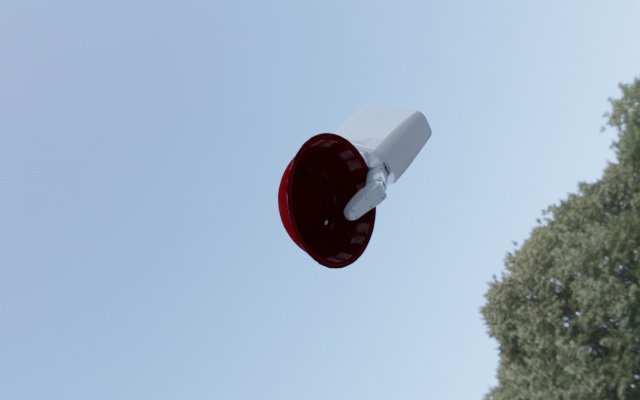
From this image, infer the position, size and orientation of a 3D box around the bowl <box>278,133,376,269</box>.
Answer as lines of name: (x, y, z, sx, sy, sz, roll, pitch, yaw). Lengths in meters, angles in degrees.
bowl: (-0.001, 0.003, 0.581, 0.055, 0.162, 0.162, -7, -4, 41)
